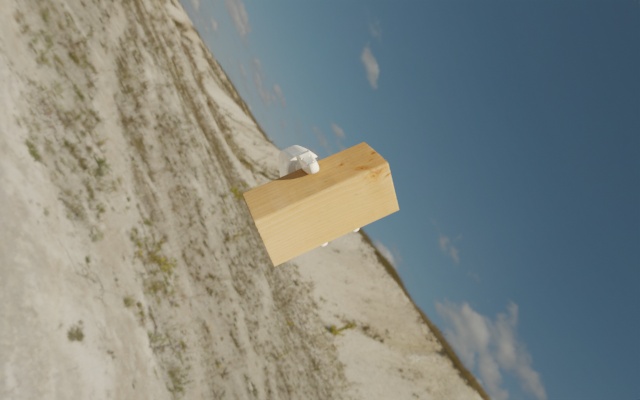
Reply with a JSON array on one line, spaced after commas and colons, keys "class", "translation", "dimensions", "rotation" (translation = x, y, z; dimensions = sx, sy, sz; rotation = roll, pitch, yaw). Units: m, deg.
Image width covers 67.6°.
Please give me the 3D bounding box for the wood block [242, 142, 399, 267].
[{"class": "wood block", "translation": [0.000, 0.002, 0.719], "dimensions": [0.206, 0.091, 0.090], "rotation": [-24, 33, -8]}]
